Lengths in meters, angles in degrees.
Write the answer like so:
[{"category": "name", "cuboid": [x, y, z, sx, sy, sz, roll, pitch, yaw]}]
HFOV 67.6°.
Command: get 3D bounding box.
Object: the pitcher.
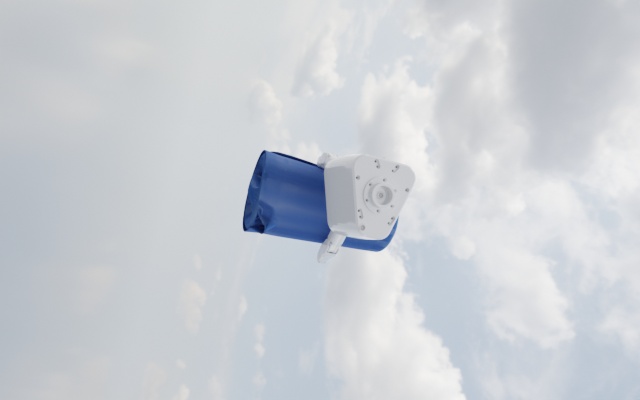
[{"category": "pitcher", "cuboid": [0.000, 0.003, 0.794, 0.243, 0.149, 0.145, 14, -7, -17]}]
